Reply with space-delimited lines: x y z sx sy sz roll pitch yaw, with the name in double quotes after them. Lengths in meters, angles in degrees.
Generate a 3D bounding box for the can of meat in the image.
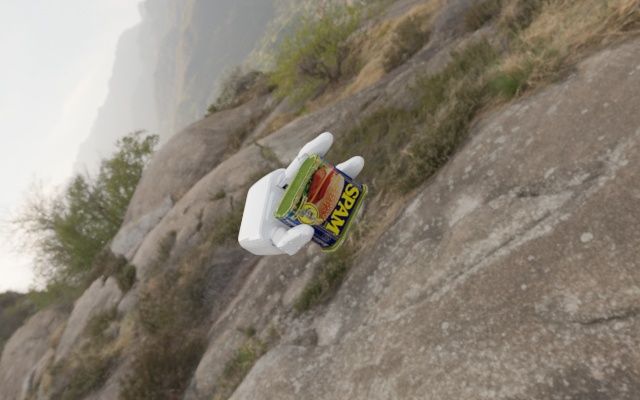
0.000 0.002 0.617 0.084 0.102 0.057 34 -19 -18 "can of meat"
